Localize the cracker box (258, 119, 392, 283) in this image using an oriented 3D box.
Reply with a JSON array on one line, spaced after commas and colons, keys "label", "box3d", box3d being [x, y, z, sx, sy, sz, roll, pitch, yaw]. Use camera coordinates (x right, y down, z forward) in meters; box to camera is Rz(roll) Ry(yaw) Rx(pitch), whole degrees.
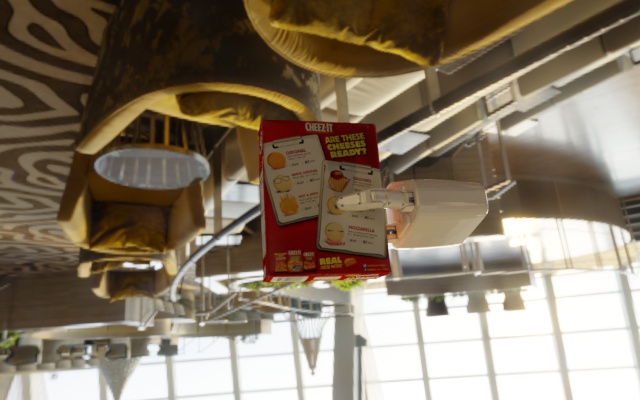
[{"label": "cracker box", "box3d": [0.000, 0.002, 0.654, 0.164, 0.213, 0.072, 0, -18, -14]}]
